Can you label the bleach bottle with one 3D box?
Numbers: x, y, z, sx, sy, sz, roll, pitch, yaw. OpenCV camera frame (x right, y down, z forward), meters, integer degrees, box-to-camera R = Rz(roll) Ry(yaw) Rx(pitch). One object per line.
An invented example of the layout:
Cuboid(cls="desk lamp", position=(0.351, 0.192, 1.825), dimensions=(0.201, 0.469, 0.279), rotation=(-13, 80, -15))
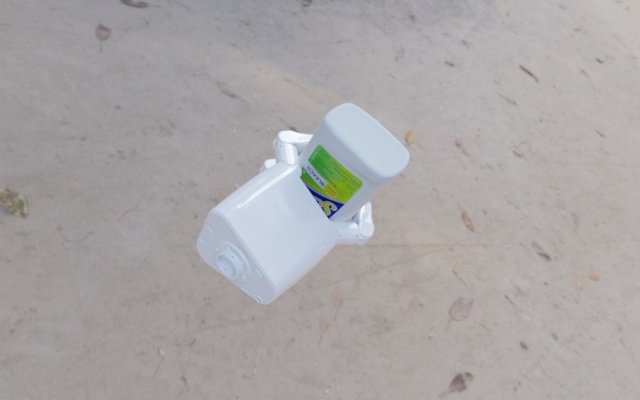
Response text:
Cuboid(cls="bleach bottle", position=(0.000, 0.002, 0.587), dimensions=(0.068, 0.102, 0.251), rotation=(-39, -10, -41))
